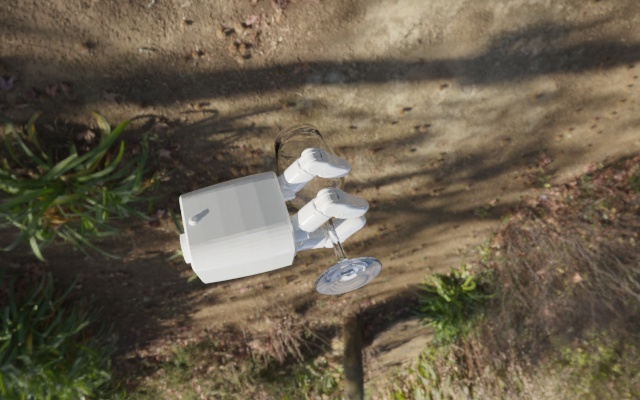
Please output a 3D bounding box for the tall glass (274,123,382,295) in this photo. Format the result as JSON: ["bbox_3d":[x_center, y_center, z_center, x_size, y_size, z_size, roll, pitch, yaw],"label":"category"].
[{"bbox_3d":[0.000,0.002,0.551,0.079,0.201,0.079,-14,-33,-9],"label":"tall glass"}]
